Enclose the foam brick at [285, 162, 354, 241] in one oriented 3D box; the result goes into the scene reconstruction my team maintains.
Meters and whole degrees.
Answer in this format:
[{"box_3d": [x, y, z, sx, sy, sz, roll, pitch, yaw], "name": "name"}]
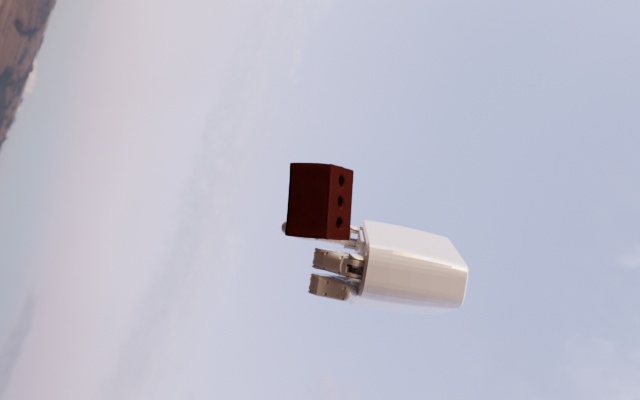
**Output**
[{"box_3d": [0.000, 0.001, 0.504, 0.051, 0.078, 0.053, 1, -4, 32], "name": "foam brick"}]
